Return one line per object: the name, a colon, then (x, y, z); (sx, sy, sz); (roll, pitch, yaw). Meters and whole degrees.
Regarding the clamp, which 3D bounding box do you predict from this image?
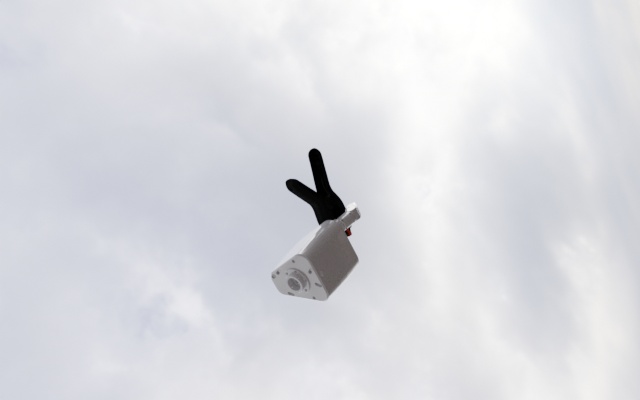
clamp: (0.000, 0.003, 0.840); (0.039, 0.171, 0.120); (-17, 17, 40)
